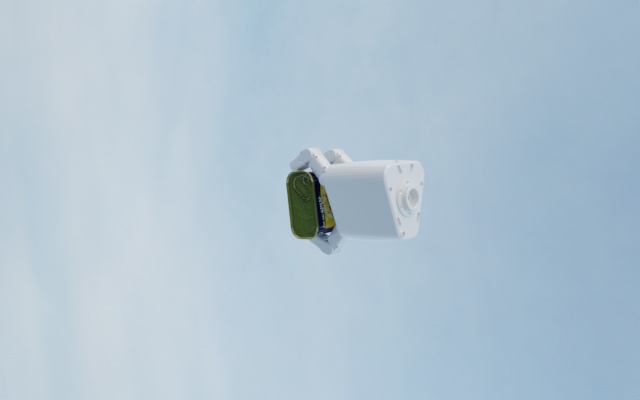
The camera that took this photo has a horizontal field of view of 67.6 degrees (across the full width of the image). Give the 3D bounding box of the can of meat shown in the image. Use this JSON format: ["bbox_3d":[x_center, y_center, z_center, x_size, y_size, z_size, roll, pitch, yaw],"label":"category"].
[{"bbox_3d":[0.000,0.002,0.732,0.084,0.102,0.057,-10,5,-44],"label":"can of meat"}]
